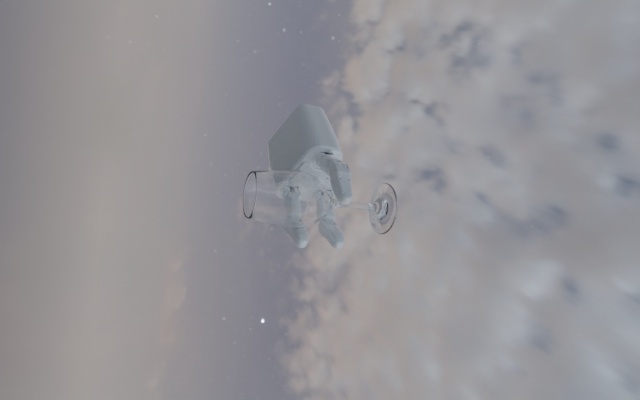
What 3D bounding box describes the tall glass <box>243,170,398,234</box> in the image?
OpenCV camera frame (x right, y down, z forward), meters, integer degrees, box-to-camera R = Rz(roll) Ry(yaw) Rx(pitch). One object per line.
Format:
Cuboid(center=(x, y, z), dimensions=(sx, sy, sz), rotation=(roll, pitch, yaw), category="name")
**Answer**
Cuboid(center=(0.001, 0.002, 0.647), dimensions=(0.201, 0.079, 0.079), rotation=(6, -2, -25), category="tall glass")
